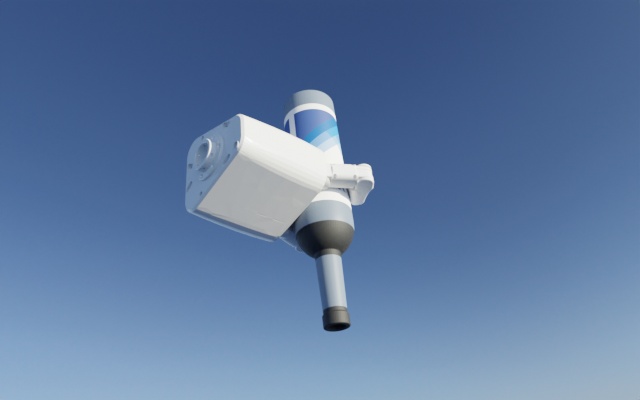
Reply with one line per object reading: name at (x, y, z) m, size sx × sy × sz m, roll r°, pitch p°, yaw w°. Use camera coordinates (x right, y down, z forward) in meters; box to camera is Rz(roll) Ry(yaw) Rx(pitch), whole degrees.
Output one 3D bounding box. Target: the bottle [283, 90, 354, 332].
bottle at (0.000, 0.002, 0.547) m, size 0.069 × 0.295 × 0.069 m, roll -5°, pitch -33°, yaw -3°
